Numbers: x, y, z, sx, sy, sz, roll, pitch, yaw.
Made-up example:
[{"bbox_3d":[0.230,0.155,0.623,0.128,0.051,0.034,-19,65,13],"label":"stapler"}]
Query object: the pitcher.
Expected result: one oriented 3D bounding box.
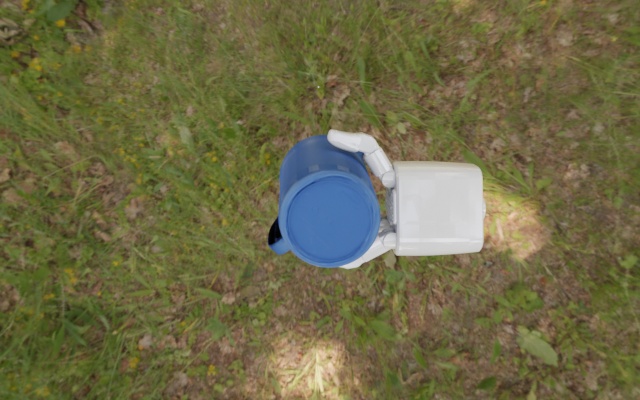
[{"bbox_3d":[0.000,0.002,0.609,0.145,0.149,0.242,0,13,-1],"label":"pitcher"}]
